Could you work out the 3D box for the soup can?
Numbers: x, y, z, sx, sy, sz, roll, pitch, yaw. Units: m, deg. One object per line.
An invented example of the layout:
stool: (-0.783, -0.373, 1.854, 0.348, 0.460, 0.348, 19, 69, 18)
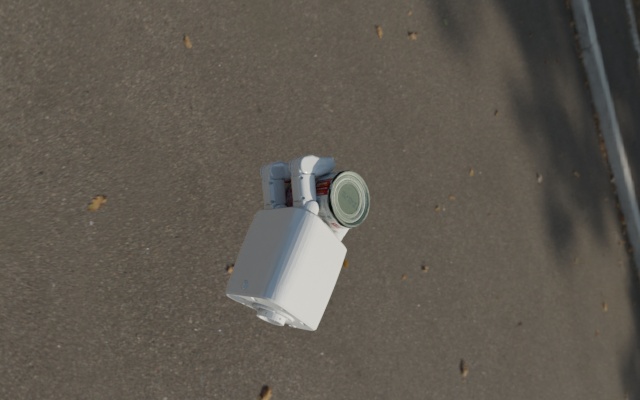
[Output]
soup can: (0.001, 0.002, 0.577, 0.068, 0.068, 0.102, 0, -4, -43)
